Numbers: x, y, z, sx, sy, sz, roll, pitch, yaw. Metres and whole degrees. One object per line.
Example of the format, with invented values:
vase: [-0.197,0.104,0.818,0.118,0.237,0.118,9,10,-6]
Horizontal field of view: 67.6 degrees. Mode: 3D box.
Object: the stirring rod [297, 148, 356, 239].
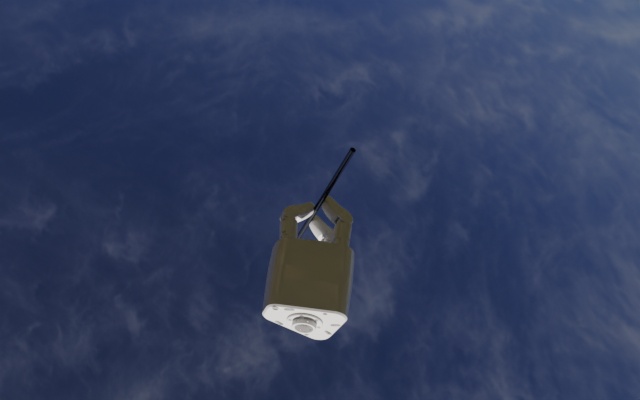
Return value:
stirring rod: [0.000,0.002,0.718,0.011,0.011,0.240,0,-35,-26]
